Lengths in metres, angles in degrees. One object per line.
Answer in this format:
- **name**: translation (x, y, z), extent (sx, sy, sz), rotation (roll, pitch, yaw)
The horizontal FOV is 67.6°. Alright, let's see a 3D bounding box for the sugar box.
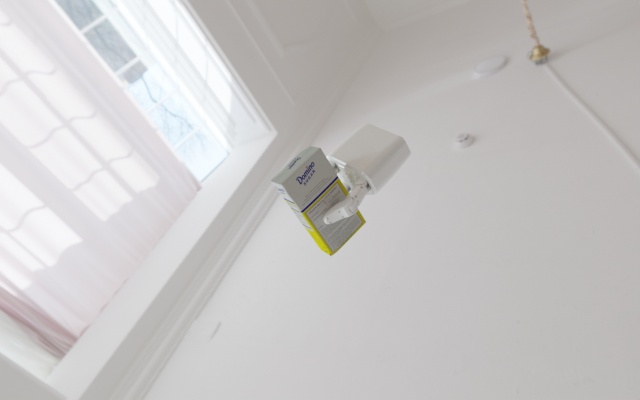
- **sugar box**: translation (0.000, 0.003, 0.817), extent (0.093, 0.176, 0.048), rotation (-44, 31, -17)
